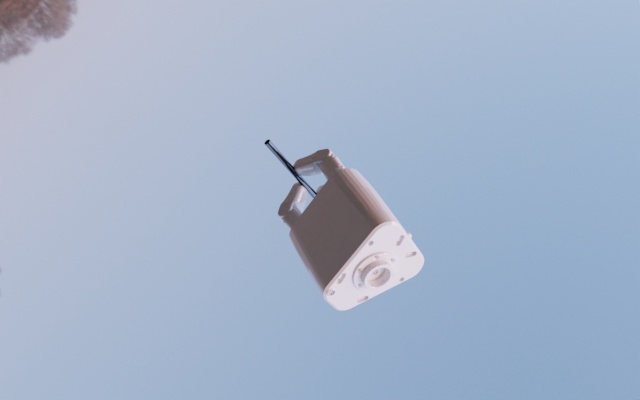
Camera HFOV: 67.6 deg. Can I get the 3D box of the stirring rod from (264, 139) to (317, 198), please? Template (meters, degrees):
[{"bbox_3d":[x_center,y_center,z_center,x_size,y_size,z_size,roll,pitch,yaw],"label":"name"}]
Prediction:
[{"bbox_3d":[0.000,0.002,0.633,0.011,0.011,0.240,0,-36,40],"label":"stirring rod"}]
